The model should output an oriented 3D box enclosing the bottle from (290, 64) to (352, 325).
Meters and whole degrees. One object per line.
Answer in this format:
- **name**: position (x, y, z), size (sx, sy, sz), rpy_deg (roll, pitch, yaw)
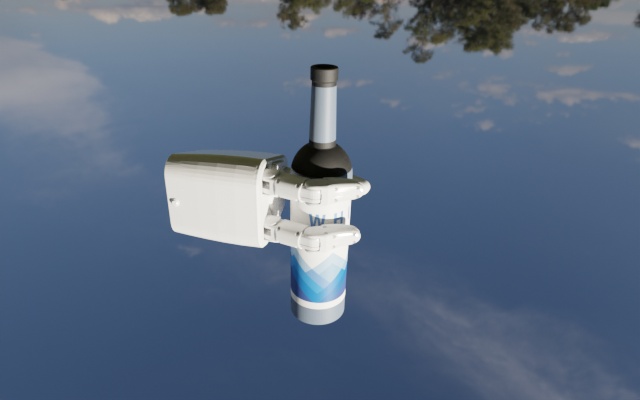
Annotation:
- **bottle**: position (0.000, 0.002, 0.527), size (0.069, 0.296, 0.069), rpy_deg (1, 27, -1)
